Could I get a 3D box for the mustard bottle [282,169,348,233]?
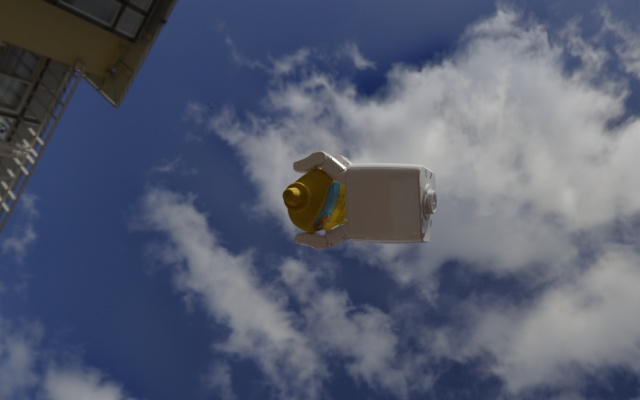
[{"bbox_3d":[0.000,0.002,0.728,0.058,0.096,0.191,29,8,27],"label":"mustard bottle"}]
